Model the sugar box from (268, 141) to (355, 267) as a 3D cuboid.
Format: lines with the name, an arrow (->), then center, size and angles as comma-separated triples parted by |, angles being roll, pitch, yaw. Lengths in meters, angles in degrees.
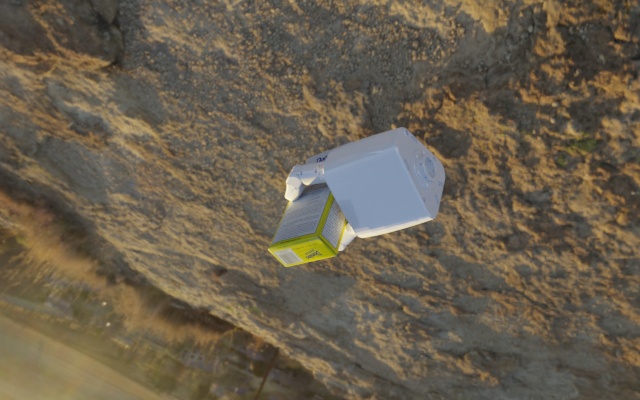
sugar box -> 0.001, 0.003, 0.653 | 0.093, 0.176, 0.048 | -17, -54, 39
